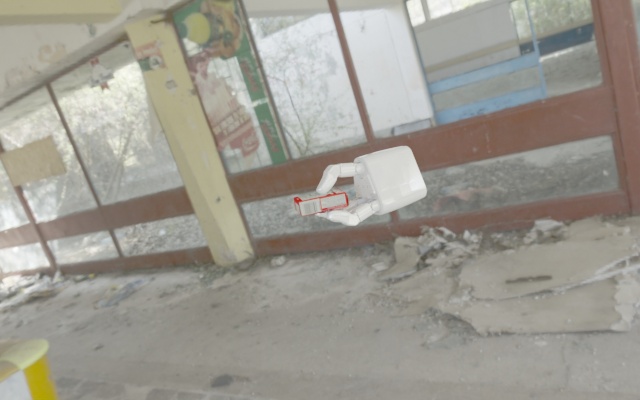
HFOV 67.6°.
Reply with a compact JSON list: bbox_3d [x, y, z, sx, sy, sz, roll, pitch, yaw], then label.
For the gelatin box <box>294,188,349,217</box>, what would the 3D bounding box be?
[{"bbox_3d":[0.000,0.002,0.868,0.089,0.030,0.073,-12,9,-9],"label":"gelatin box"}]
